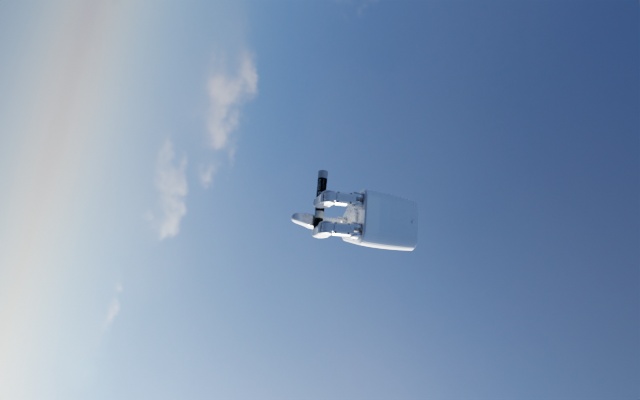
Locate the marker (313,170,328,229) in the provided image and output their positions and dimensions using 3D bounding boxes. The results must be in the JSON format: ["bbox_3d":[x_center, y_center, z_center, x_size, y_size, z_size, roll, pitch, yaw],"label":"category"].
[{"bbox_3d":[0.000,0.003,0.877,0.020,0.121,0.020,5,-18,2],"label":"marker"}]
